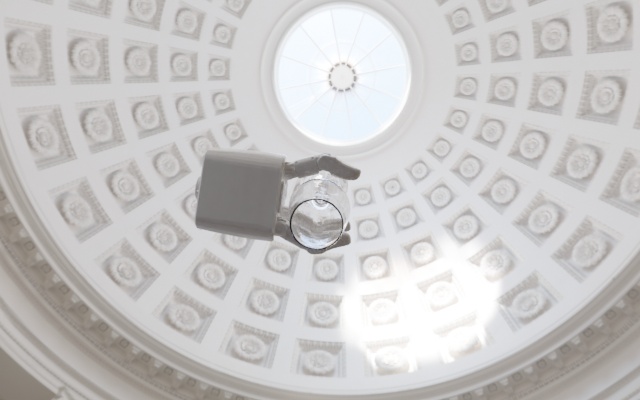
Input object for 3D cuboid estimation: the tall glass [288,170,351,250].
[{"bbox_3d":[0.000,0.002,0.635,0.079,0.079,0.201,0,15,2],"label":"tall glass"}]
